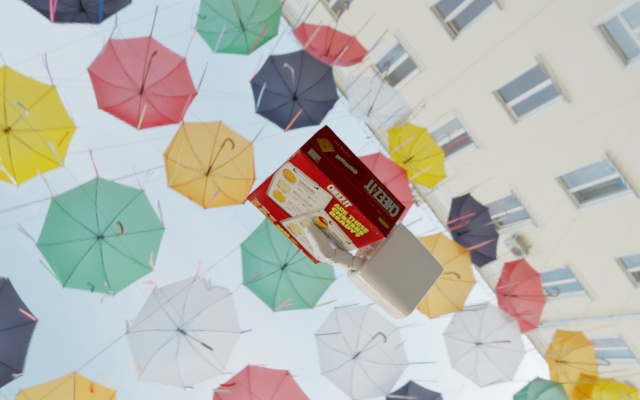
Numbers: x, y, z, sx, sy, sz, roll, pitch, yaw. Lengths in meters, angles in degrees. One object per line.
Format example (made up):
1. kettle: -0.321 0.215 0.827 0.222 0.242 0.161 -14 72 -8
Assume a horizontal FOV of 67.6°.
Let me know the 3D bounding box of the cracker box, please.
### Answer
1. cracker box: 0.000 0.003 0.718 0.072 0.164 0.214 -50 9 -31
